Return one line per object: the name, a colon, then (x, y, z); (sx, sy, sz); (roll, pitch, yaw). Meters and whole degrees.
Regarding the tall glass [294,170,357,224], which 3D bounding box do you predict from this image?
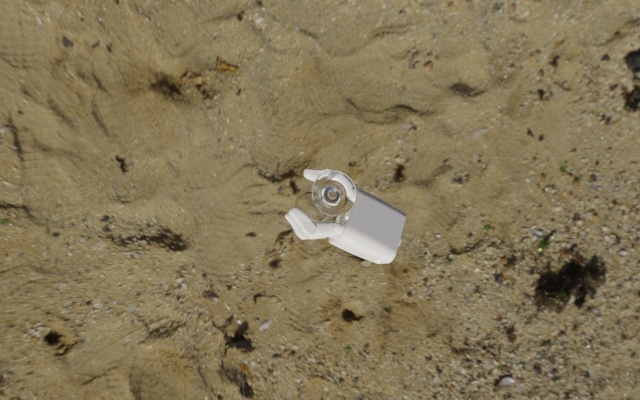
tall glass: (0.000, 0.003, 0.856); (0.079, 0.079, 0.201); (0, -8, -13)
